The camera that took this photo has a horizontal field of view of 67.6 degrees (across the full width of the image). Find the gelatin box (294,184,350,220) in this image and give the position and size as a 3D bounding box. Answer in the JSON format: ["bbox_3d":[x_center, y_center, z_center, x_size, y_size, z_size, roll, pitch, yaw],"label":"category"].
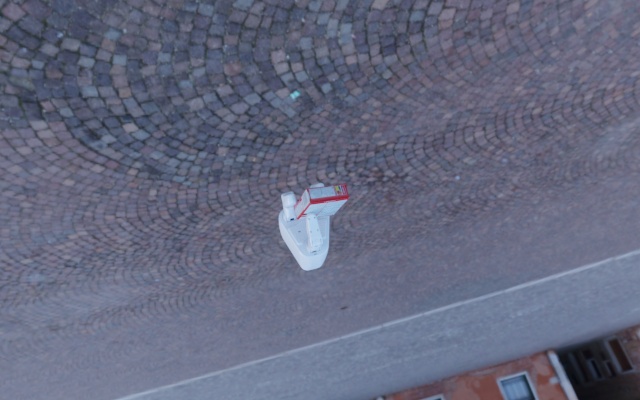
[{"bbox_3d":[0.000,0.003,0.831,0.073,0.030,0.089,-7,-18,-21],"label":"gelatin box"}]
